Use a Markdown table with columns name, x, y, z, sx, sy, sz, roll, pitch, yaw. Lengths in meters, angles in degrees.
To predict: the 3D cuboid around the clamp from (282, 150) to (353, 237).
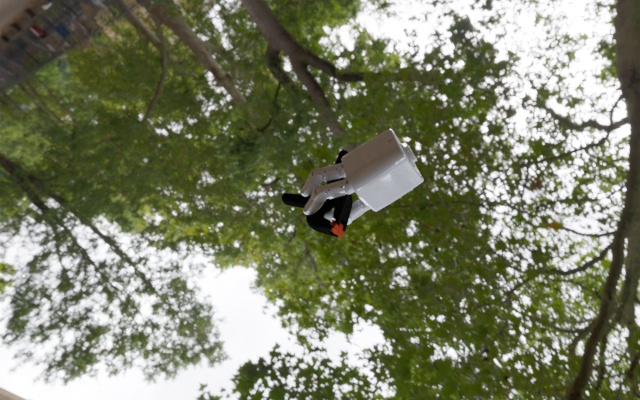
| name | x | y | z | sx | sy | sz | roll | pitch | yaw |
| --- | --- | --- | --- | --- | --- | --- | --- | --- | --- |
| clamp | 0.001 | 0.004 | 0.889 | 0.164 | 0.036 | 0.209 | -33 | 34 | 15 |
